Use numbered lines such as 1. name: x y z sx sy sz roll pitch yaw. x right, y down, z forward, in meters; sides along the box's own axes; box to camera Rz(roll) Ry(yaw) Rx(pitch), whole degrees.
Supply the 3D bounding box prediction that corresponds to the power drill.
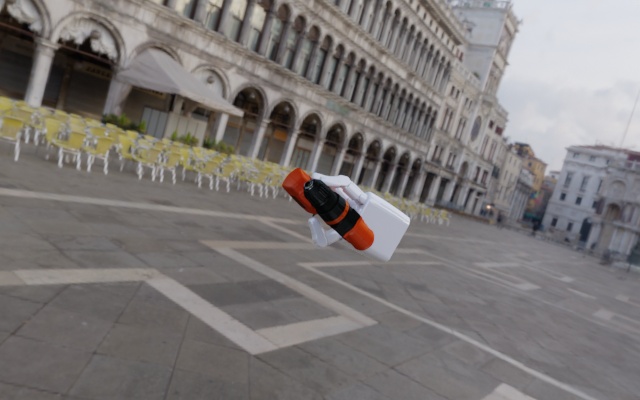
1. power drill: 0.000 0.003 0.878 0.184 0.057 0.187 47 -5 -35
